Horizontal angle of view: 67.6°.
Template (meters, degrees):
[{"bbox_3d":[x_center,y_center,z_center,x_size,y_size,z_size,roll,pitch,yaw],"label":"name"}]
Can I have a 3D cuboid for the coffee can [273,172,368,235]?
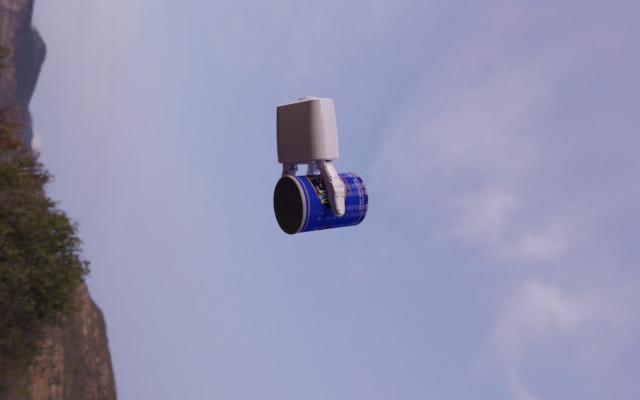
[{"bbox_3d":[0.000,0.003,0.862,0.140,0.103,0.103,-5,3,-34],"label":"coffee can"}]
